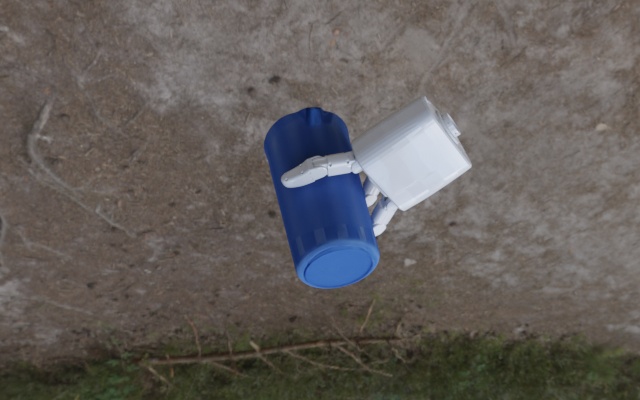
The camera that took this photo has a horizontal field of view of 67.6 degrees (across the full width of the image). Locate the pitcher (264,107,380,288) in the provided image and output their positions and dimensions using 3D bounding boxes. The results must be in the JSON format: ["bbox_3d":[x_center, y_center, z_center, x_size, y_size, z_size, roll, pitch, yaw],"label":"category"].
[{"bbox_3d":[0.000,0.002,0.676,0.145,0.242,0.149,-33,-43,22],"label":"pitcher"}]
